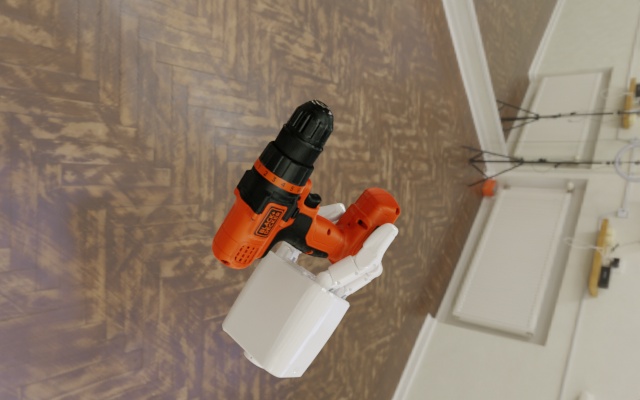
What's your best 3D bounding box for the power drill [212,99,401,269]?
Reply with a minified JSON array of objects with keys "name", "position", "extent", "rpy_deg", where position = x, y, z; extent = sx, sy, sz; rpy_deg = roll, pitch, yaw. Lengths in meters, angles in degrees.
[{"name":"power drill","position":[0.000,0.002,0.505],"extent":[0.188,0.184,0.057],"rpy_deg":[20,22,-42]}]
